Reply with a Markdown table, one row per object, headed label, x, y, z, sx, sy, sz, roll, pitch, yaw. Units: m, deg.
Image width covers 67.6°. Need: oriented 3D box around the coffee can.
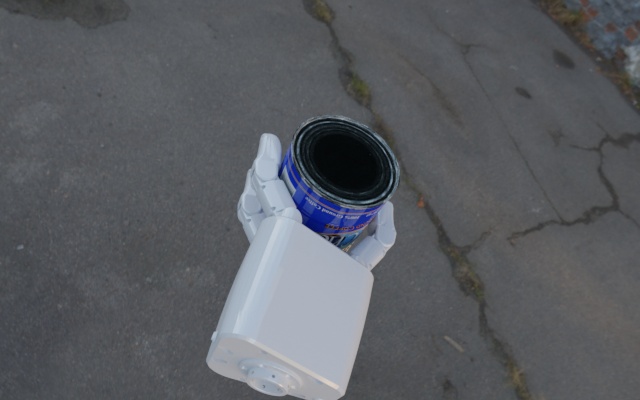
| label | x | y | z | sx | sy | sz | roll | pitch | yaw |
| --- | --- | --- | --- | --- | --- | --- | --- | --- | --- |
| coffee can | 0.000 | 0.002 | 0.469 | 0.103 | 0.102 | 0.140 | 0 | -33 | -24 |
